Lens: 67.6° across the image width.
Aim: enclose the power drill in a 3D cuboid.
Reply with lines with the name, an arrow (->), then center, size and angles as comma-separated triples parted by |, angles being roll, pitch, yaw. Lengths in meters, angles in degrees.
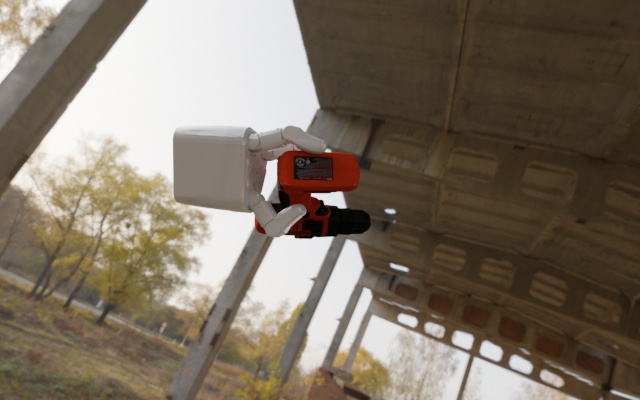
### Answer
power drill -> 0.000, 0.002, 0.687 | 0.184, 0.057, 0.188 | 0, -28, -10
